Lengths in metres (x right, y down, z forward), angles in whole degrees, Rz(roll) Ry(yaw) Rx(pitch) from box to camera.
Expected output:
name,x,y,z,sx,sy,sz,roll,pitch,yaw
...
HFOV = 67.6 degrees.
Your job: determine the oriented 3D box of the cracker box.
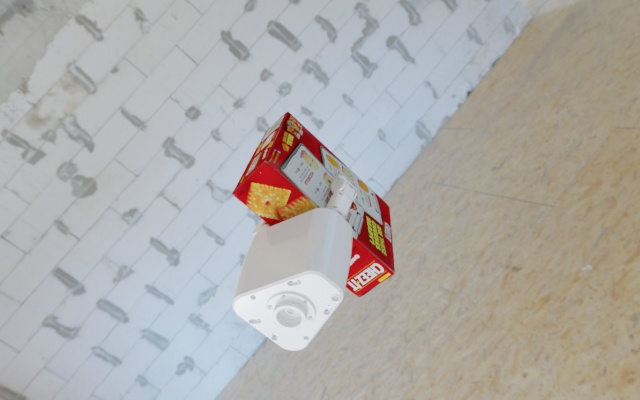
name,x,y,z,sx,sy,sz,roll,pitch,yaw
cracker box,0.000,0.002,0.633,0.072,0.214,0.164,-40,19,24
